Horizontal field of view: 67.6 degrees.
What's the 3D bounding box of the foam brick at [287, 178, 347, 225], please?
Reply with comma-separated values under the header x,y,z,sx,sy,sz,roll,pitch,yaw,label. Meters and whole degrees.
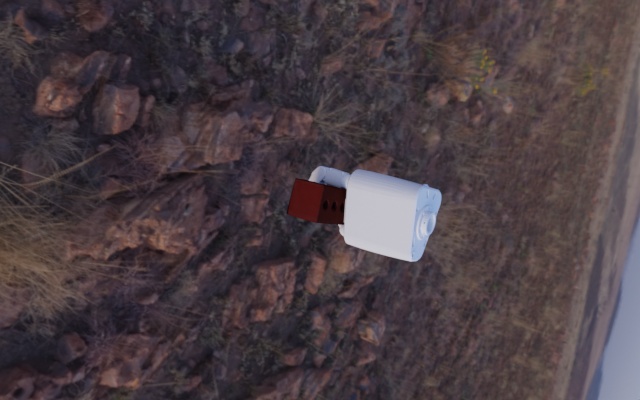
x,y,z,sx,sy,sz,roll,pitch,yaw,label
0.000,0.002,0.672,0.051,0.053,0.078,16,5,34,foam brick
